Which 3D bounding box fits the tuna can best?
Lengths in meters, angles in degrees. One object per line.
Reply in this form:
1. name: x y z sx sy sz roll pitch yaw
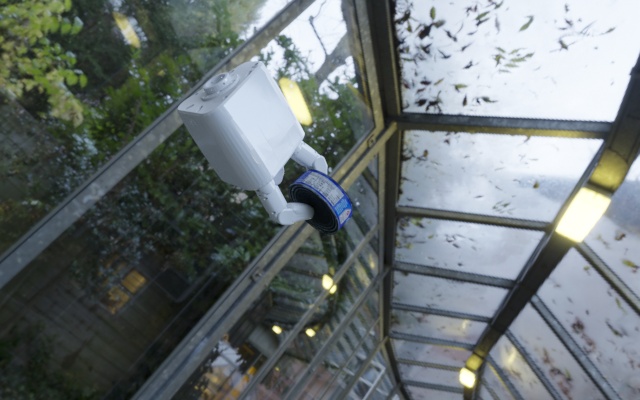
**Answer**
1. tuna can: 0.000 0.002 0.623 0.033 0.086 0.086 -45 23 -25
